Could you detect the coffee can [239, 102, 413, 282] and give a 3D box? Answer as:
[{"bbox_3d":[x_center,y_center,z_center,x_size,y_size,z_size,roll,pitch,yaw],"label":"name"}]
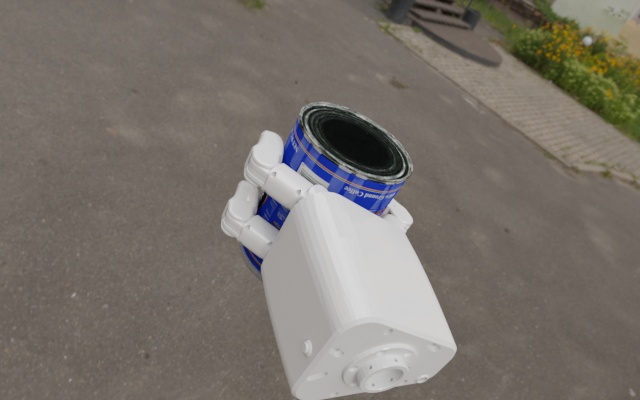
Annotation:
[{"bbox_3d":[0.000,0.001,0.419,0.103,0.140,0.102,21,34,-15],"label":"coffee can"}]
